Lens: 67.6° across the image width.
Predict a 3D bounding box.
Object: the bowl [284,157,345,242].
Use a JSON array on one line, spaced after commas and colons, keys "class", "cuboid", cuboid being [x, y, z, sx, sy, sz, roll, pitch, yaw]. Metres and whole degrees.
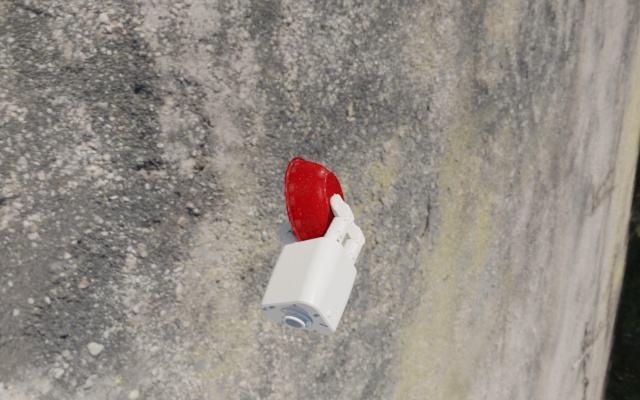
[{"class": "bowl", "cuboid": [0.001, 0.001, 0.783, 0.055, 0.162, 0.162, -11, -4, 20]}]
